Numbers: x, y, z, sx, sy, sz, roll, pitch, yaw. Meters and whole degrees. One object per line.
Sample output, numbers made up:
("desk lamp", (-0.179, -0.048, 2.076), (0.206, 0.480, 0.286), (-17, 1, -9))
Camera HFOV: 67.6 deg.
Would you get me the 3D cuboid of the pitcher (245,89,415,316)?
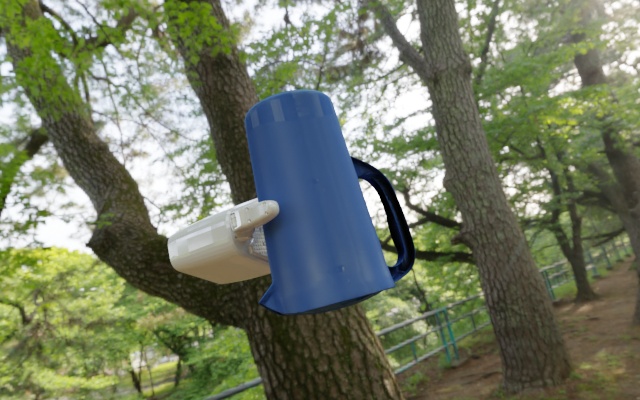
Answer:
("pitcher", (0.000, 0.002, 0.549), (0.145, 0.242, 0.149), (-20, -13, 29))
